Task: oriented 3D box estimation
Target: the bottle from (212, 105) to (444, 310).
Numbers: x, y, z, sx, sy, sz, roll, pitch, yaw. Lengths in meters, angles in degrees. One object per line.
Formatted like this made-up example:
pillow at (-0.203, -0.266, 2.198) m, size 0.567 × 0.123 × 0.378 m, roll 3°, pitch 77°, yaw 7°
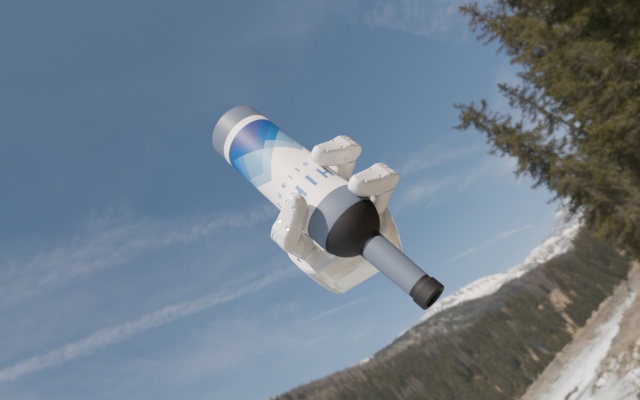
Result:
bottle at (0.000, 0.001, 0.482) m, size 0.295 × 0.069 × 0.069 m, roll 40°, pitch 23°, yaw 30°
